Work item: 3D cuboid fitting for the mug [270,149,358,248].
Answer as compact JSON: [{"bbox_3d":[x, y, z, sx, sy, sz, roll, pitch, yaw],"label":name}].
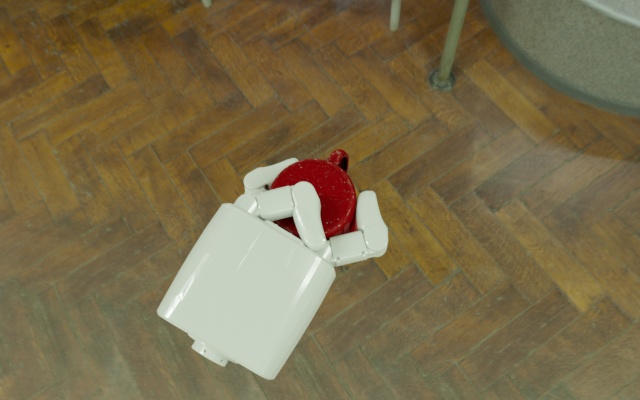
[{"bbox_3d":[0.001,0.000,0.471,0.093,0.117,0.081,25,-18,13],"label":"mug"}]
